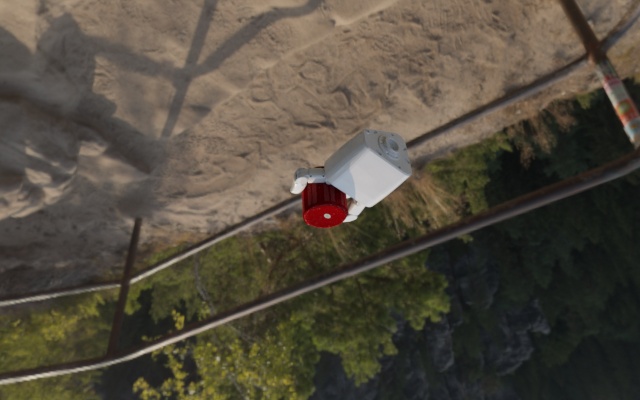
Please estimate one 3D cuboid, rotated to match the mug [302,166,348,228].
[{"bbox_3d":[-0.001,0.004,0.886,0.093,0.081,0.117,19,-41,-29],"label":"mug"}]
